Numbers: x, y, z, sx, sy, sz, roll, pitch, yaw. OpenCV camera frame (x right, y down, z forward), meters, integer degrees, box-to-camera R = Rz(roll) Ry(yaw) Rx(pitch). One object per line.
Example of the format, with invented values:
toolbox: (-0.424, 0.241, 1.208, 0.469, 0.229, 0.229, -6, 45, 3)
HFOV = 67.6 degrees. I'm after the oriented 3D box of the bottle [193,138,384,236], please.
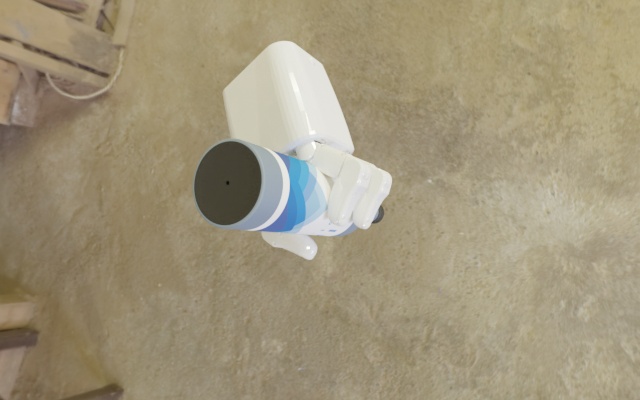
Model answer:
bottle: (0.000, 0.002, 0.476, 0.069, 0.069, 0.296, 0, -6, 28)
